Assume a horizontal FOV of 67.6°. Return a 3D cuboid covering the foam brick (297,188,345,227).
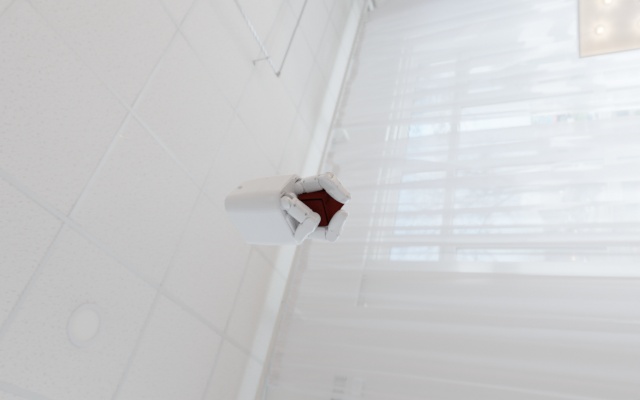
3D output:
[{"bbox_3d":[0.000,0.003,0.799,0.051,0.053,0.078,-4,26,26],"label":"foam brick"}]
